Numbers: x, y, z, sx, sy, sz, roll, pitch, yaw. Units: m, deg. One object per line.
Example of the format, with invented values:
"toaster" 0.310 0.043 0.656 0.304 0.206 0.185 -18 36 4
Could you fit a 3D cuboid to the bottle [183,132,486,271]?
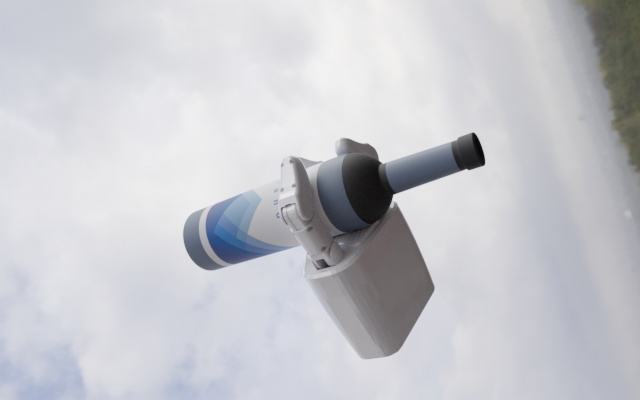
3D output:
"bottle" 0.000 0.001 0.437 0.296 0.069 0.069 -19 -10 29
